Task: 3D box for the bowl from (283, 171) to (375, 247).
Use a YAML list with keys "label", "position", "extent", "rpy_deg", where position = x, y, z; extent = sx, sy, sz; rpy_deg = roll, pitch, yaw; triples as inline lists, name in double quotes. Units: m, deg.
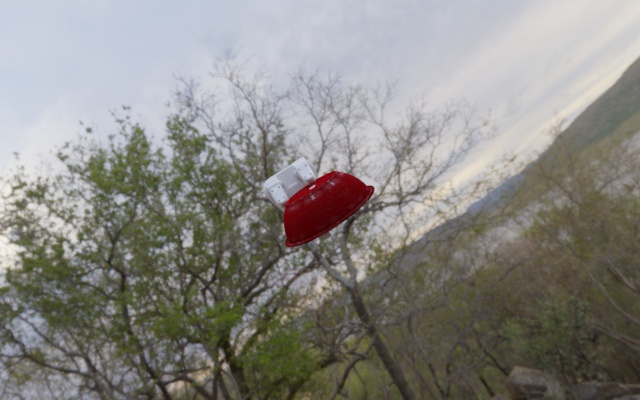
- label: "bowl"
  position: [0.000, 0.002, 0.724]
  extent: [0.162, 0.055, 0.162]
  rpy_deg: [-32, 11, 7]
